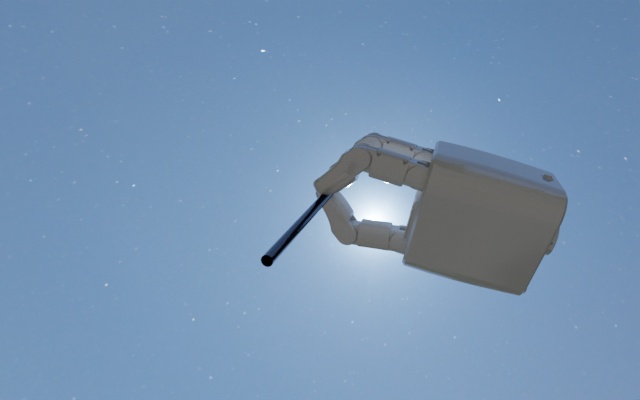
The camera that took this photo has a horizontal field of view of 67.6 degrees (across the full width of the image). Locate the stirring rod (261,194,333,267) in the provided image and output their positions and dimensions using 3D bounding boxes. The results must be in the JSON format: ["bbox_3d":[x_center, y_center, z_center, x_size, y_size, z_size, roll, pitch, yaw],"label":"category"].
[{"bbox_3d":[0.000,0.001,0.401,0.011,0.011,0.239,0,17,17],"label":"stirring rod"}]
